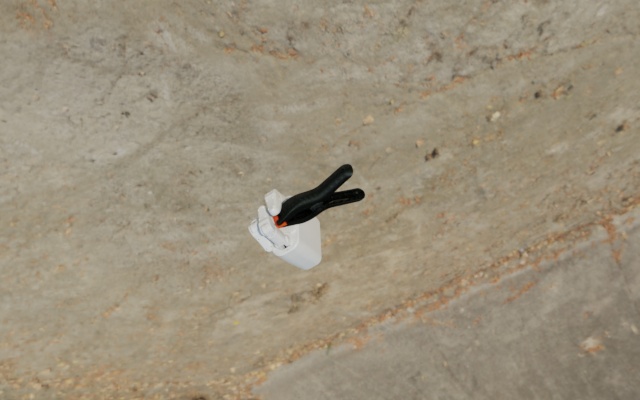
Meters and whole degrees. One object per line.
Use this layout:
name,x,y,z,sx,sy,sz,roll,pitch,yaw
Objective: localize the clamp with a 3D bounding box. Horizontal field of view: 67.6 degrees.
clamp,0.000,0.003,0.843,0.171,0.039,0.120,-28,-33,14
